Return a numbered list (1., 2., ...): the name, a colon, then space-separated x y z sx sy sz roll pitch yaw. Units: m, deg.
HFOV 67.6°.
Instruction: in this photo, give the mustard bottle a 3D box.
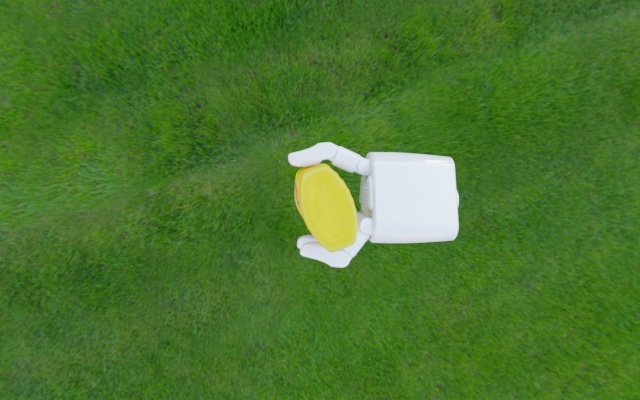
1. mustard bottle: 0.000 0.002 0.604 0.058 0.096 0.191 -22 7 -3
